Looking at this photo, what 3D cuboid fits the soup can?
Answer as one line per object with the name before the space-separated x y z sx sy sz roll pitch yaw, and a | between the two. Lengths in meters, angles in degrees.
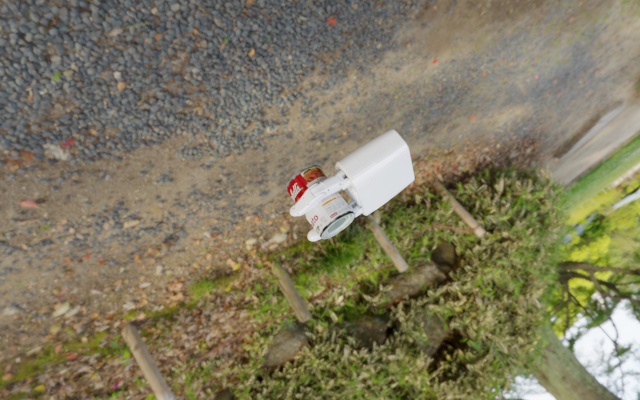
soup can | 0.000 0.003 0.766 0.068 0.102 0.068 -32 -20 -13
